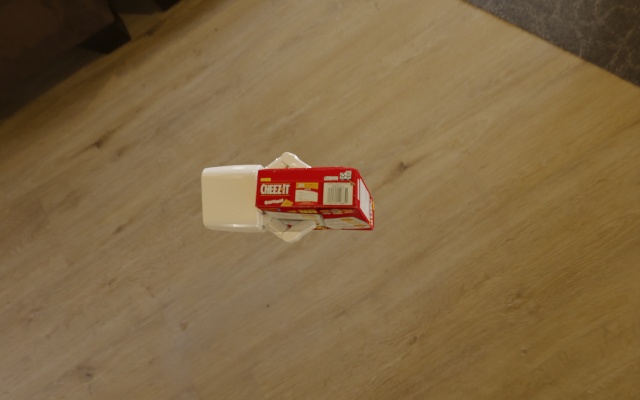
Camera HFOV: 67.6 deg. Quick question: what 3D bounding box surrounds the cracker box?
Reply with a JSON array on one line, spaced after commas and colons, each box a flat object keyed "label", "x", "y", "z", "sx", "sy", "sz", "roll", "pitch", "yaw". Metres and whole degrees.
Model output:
[{"label": "cracker box", "x": 0.000, "y": 0.003, "z": 0.831, "sx": 0.164, "sy": 0.072, "sz": 0.214, "roll": 0, "pitch": -12, "yaw": 13}]
